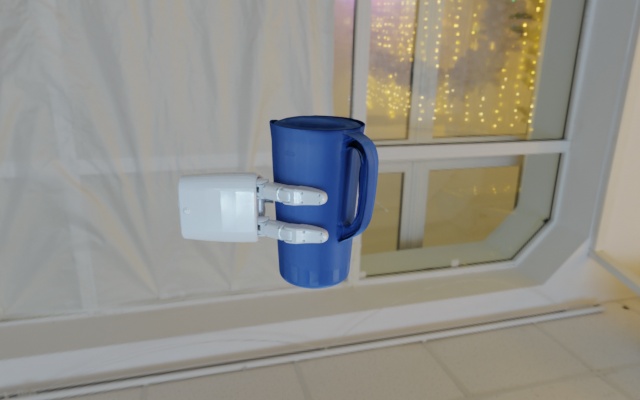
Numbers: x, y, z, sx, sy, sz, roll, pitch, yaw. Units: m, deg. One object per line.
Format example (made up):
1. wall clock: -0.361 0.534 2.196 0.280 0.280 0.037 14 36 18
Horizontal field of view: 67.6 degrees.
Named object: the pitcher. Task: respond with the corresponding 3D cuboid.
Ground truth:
1. pitcher: 0.000 0.002 0.689 0.145 0.243 0.149 1 18 -1
